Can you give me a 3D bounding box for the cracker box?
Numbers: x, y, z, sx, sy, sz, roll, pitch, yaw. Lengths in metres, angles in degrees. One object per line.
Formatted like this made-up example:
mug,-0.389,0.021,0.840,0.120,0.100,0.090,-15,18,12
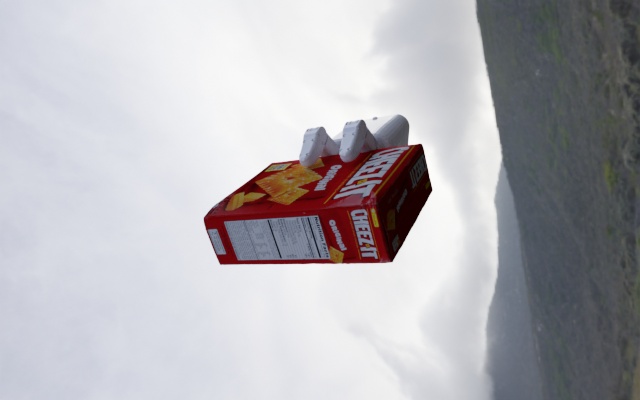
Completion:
cracker box,0.000,0.002,0.545,0.214,0.072,0.164,-5,24,30
